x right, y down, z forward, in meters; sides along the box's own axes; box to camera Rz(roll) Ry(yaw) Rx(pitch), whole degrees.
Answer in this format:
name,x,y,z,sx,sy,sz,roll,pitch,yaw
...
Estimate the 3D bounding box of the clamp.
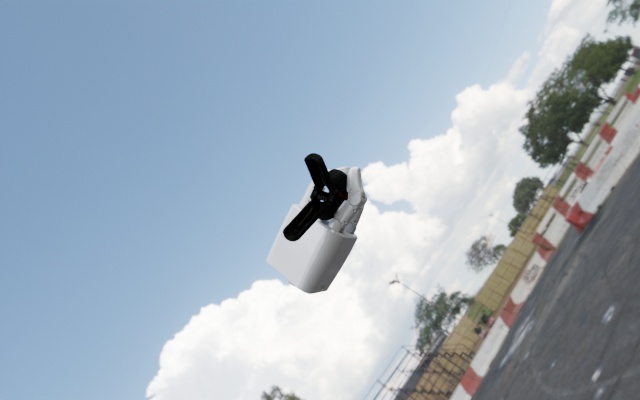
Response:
name,x,y,z,sx,sy,sz,roll,pitch,yaw
clamp,0.000,0.002,0.686,0.039,0.120,0.171,28,5,23
